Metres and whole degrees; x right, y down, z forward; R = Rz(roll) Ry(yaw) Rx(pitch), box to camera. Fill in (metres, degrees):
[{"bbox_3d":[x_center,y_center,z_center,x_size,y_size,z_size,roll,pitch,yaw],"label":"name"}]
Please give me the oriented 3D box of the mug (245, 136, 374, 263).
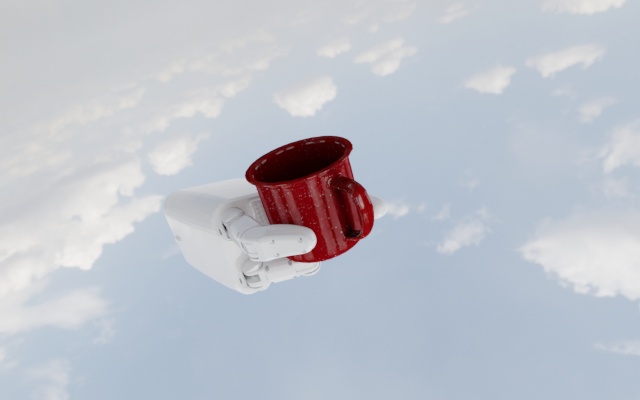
[{"bbox_3d":[0.001,0.002,0.405,0.117,0.081,0.093,12,38,45],"label":"mug"}]
